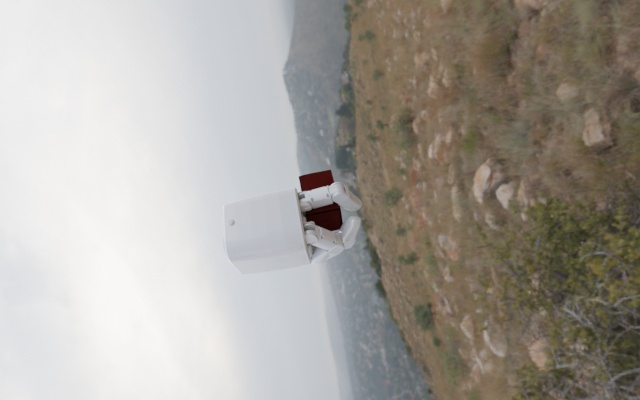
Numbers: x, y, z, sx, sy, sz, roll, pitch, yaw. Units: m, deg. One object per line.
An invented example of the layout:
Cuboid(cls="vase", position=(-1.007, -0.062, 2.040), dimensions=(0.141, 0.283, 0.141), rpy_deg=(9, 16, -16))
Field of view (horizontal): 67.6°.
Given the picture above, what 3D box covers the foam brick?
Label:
Cuboid(cls="foam brick", position=(0.000, 0.002, 0.707), dimensions=(0.051, 0.078, 0.053), rpy_deg=(-12, -39, 0))
